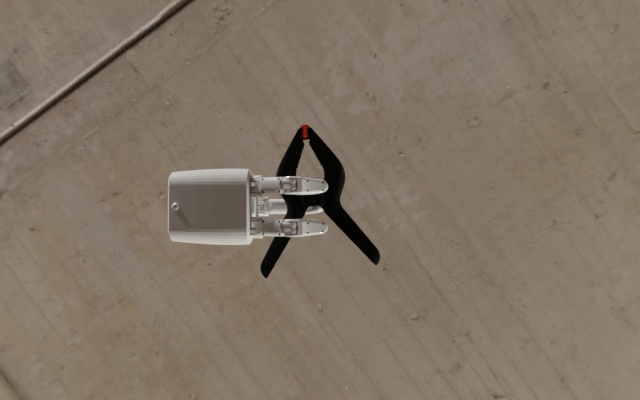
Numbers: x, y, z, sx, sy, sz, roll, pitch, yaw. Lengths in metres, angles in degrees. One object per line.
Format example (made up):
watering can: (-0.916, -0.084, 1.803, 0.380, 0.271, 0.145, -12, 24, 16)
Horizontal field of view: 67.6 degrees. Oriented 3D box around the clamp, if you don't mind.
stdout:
clamp: (0.000, 0.002, 0.658, 0.164, 0.210, 0.036, 0, 0, -2)
